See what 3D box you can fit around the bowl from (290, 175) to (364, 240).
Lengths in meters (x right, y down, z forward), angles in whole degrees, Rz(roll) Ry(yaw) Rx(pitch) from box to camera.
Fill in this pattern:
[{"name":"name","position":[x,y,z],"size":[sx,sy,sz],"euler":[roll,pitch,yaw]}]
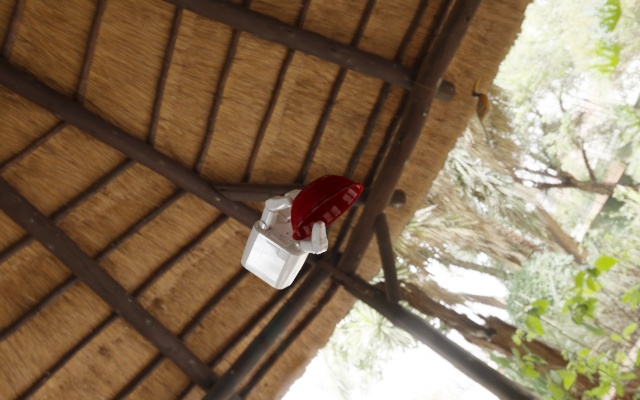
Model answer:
[{"name":"bowl","position":[0.001,0.002,0.879],"size":[0.162,0.055,0.162],"euler":[-35,-16,-11]}]
